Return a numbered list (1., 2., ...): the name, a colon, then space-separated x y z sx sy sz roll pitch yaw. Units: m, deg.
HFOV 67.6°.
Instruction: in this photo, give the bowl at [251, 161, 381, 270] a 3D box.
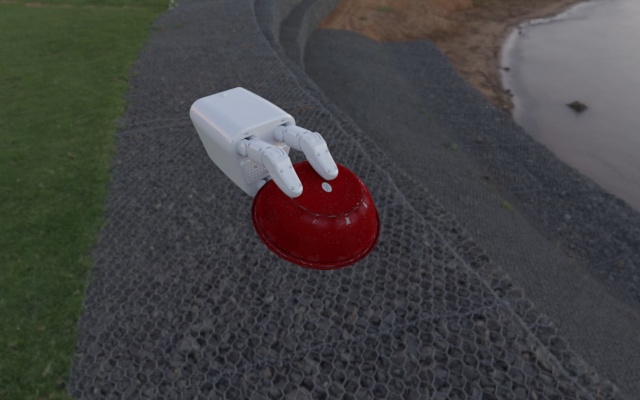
1. bowl: 0.001 0.002 0.571 0.162 0.162 0.055 0 -42 -14
